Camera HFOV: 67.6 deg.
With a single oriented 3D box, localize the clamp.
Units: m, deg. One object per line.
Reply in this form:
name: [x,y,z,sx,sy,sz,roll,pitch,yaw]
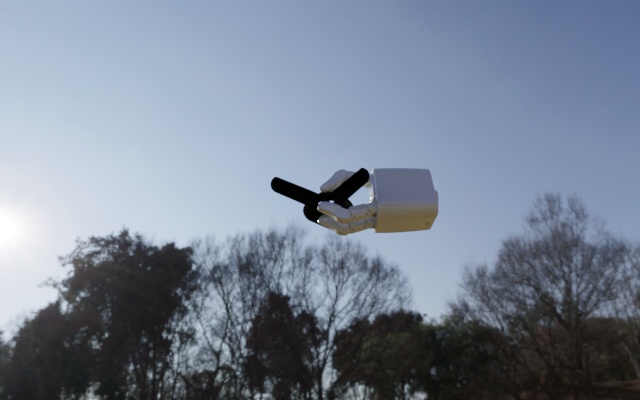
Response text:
clamp: [0.000,0.002,0.867,0.164,0.036,0.210,-2,-26,0]
